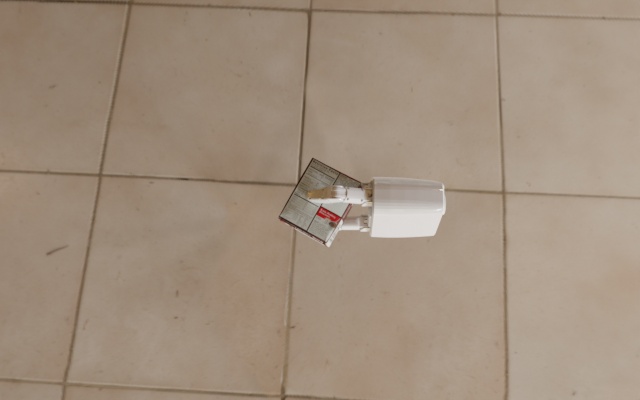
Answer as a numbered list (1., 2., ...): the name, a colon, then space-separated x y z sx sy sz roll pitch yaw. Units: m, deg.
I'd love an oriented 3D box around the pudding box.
1. pudding box: 0.000 0.002 0.746 0.090 0.113 0.039 29 -10 11
